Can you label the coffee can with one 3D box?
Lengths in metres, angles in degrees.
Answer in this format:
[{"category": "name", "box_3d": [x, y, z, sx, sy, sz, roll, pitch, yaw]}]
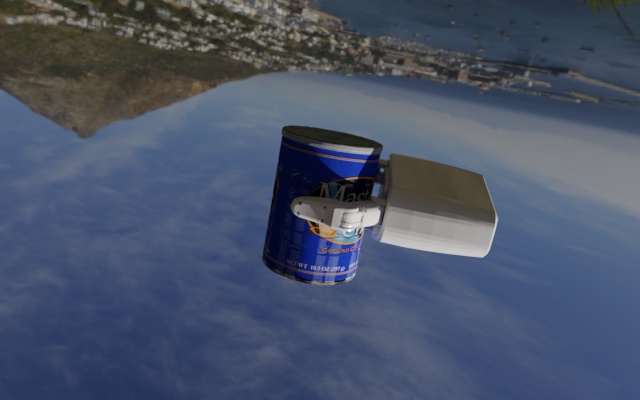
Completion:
[{"category": "coffee can", "box_3d": [0.000, 0.001, 0.495, 0.103, 0.140, 0.102, 10, 15, -3]}]
